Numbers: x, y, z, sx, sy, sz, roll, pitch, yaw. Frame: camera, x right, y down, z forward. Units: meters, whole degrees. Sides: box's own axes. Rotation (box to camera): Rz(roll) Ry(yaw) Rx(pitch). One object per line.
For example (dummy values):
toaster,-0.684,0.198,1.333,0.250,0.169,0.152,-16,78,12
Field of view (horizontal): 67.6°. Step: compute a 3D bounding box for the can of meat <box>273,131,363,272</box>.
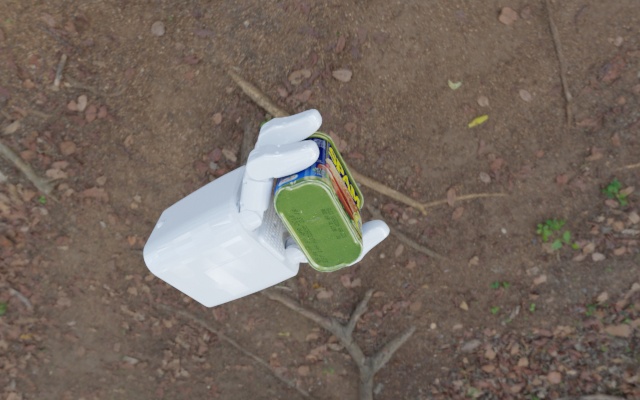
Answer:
can of meat,0.000,0.002,0.435,0.057,0.102,0.084,-22,30,15
